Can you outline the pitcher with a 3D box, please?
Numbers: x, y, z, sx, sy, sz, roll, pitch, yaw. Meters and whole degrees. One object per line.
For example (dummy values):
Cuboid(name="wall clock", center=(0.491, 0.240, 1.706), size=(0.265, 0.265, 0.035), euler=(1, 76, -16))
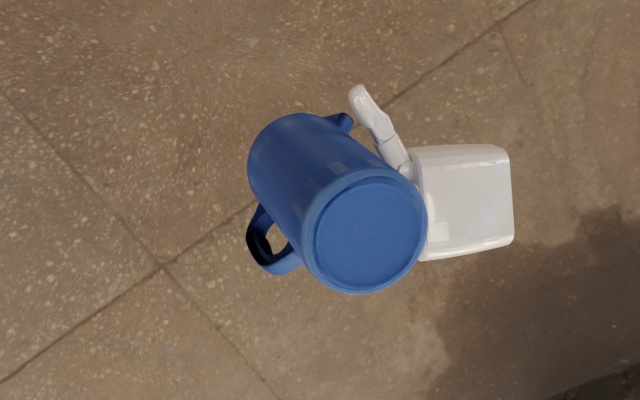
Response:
Cuboid(name="pitcher", center=(0.000, 0.001, 0.479), size=(0.145, 0.149, 0.242), euler=(-7, 19, -13))
